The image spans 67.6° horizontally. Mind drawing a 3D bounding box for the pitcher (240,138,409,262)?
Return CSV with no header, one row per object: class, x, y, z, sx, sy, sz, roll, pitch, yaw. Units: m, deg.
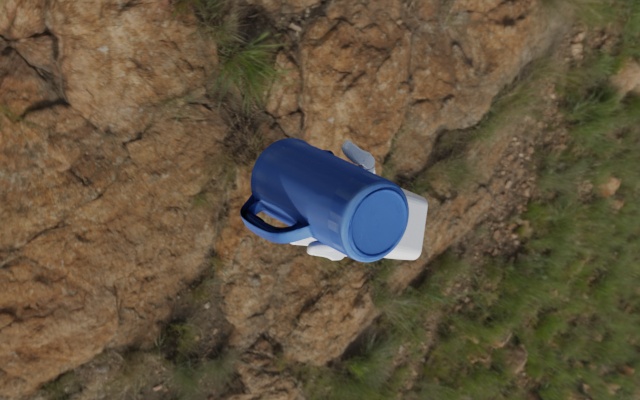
pitcher,0.000,0.002,0.677,0.145,0.149,0.242,15,7,-36
